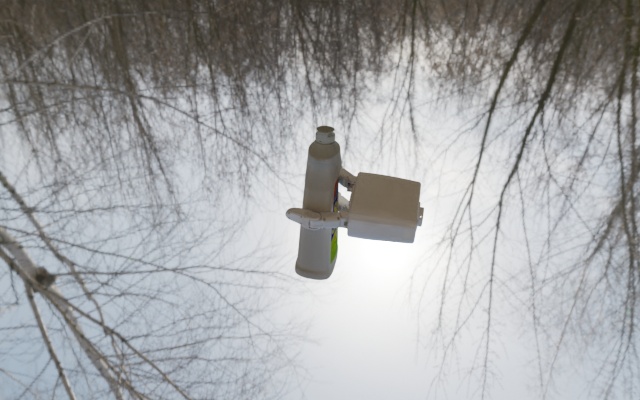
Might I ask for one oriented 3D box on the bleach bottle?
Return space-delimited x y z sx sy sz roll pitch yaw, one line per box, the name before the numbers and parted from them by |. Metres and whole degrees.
bleach bottle | 0.000 0.003 0.787 0.068 0.251 0.102 9 31 10
